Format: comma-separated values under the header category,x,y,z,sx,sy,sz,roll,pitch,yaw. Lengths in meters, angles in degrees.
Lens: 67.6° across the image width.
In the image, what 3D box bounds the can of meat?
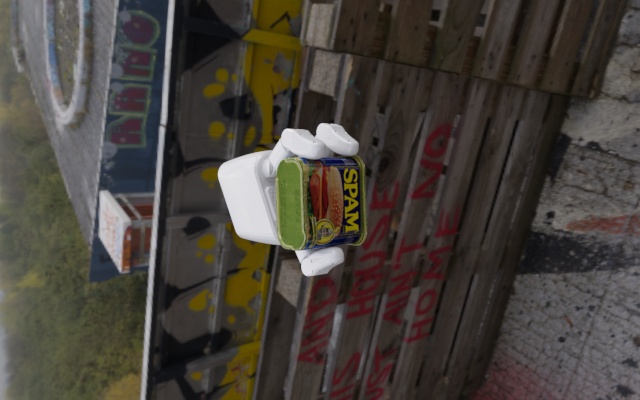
category,x,y,z,sx,sy,sz,roll,pitch,yaw
can of meat,0.000,0.002,0.517,0.084,0.102,0.057,-4,3,-37
